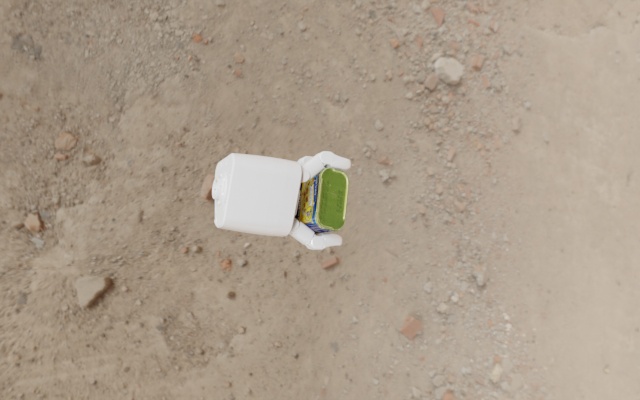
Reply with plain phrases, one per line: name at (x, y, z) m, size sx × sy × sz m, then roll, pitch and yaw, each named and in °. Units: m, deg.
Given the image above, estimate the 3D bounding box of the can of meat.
can of meat at (0.000, 0.003, 0.761) m, size 0.057 × 0.102 × 0.084 m, roll 11°, pitch -12°, yaw -26°
